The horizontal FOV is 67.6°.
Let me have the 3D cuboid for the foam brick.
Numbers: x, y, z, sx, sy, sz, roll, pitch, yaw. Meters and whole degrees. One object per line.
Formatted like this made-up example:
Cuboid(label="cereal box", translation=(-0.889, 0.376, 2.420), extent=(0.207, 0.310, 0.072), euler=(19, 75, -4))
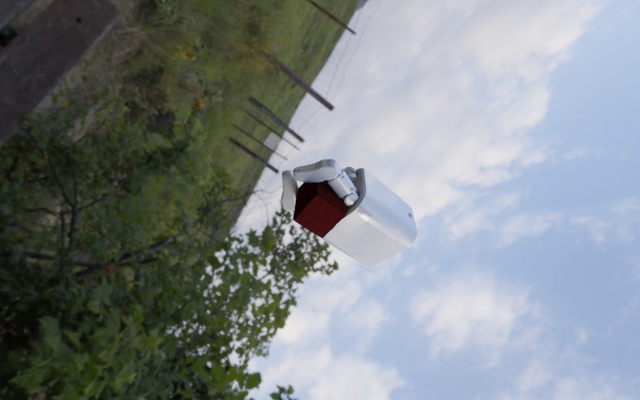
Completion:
Cuboid(label="foam brick", translation=(0.000, 0.002, 0.650), extent=(0.051, 0.053, 0.078), euler=(35, 27, -18))
